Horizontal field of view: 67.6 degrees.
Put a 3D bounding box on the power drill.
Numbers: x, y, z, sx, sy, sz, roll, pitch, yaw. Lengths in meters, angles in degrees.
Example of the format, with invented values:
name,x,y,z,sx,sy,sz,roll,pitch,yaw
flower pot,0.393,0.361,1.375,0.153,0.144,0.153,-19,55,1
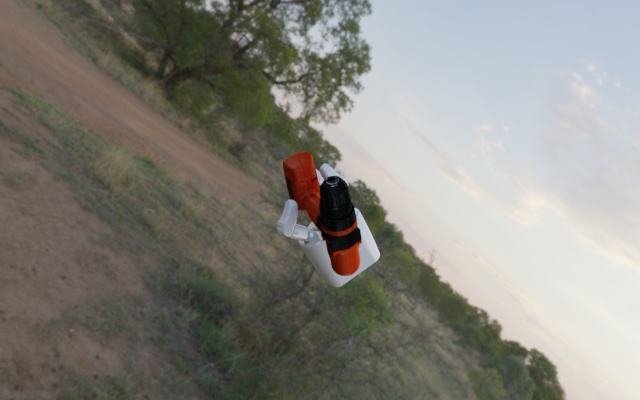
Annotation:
name,x,y,z,sx,sy,sz,roll,pitch,yaw
power drill,0.000,0.002,0.740,0.057,0.185,0.187,-20,42,-13
